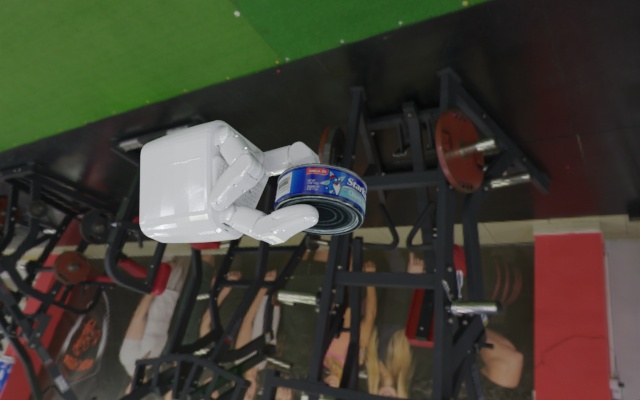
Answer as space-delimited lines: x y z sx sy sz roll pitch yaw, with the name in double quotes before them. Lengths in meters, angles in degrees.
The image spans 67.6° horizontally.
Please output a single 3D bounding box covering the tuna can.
"tuna can" 0.000 0.002 0.448 0.086 0.033 0.086 5 -27 3
